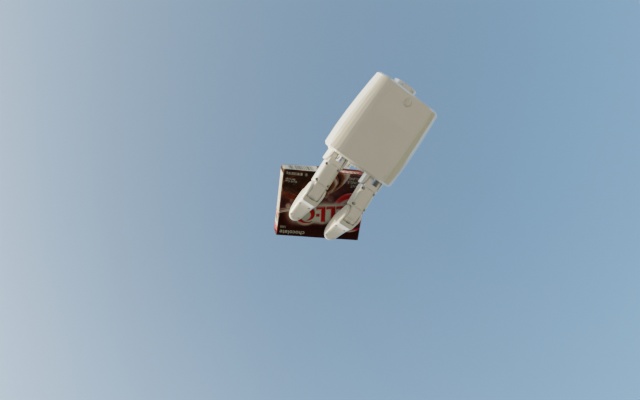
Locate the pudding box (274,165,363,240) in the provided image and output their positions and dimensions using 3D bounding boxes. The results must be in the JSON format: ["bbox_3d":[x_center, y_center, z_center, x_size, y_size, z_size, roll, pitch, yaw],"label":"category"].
[{"bbox_3d":[0.000,0.002,0.624,0.113,0.090,0.039,5,17,-9],"label":"pudding box"}]
